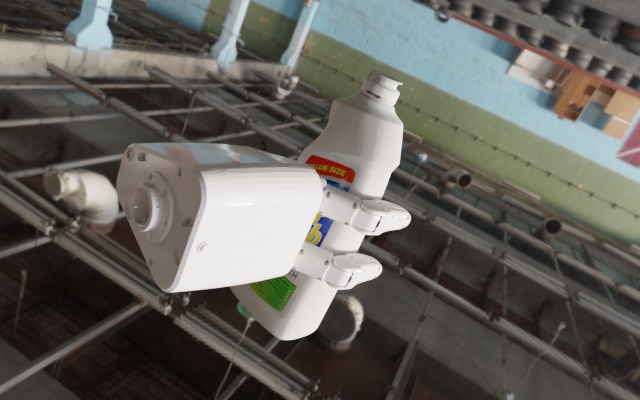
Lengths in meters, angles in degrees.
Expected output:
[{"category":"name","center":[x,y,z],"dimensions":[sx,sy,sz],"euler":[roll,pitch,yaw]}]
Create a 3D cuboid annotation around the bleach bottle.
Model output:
[{"category":"bleach bottle","center":[0.000,0.002,0.436],"dimensions":[0.068,0.251,0.102],"euler":[-3,34,-49]}]
